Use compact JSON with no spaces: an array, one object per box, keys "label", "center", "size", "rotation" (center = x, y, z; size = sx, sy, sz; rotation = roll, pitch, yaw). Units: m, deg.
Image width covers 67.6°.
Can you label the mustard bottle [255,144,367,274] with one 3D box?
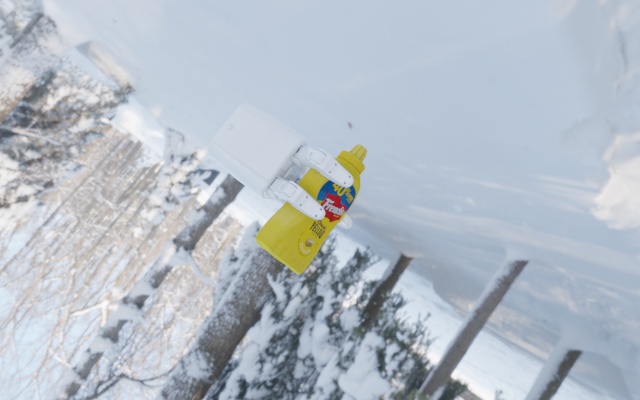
[{"label":"mustard bottle","center":[0.000,0.002,0.645],"size":[0.058,0.191,0.096],"rotation":[30,-11,38]}]
